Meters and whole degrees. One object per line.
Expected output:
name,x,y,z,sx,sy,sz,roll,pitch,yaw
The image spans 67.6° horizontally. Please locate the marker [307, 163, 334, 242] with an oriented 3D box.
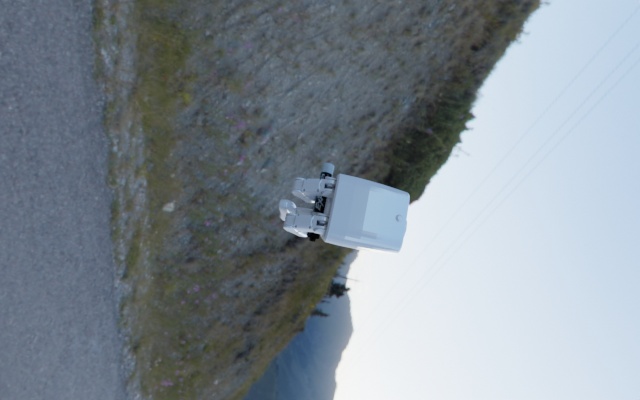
marker,0.000,0.002,0.712,0.020,0.121,0.020,11,-17,3
